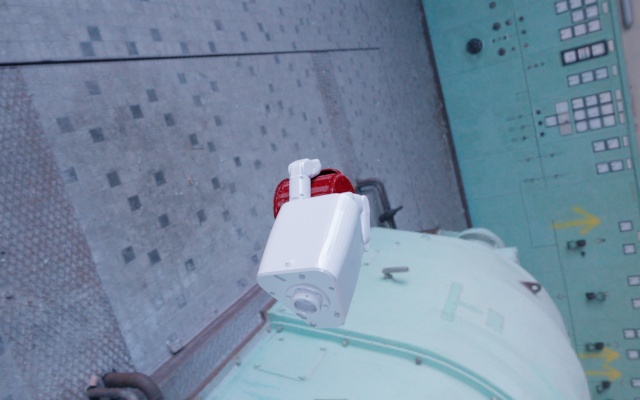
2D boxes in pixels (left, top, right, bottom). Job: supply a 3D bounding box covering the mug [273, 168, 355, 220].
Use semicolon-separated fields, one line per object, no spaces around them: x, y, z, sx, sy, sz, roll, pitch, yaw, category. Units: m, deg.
0.001;0.001;0.629;0.081;0.117;0.093;-10;-49;27;mug
